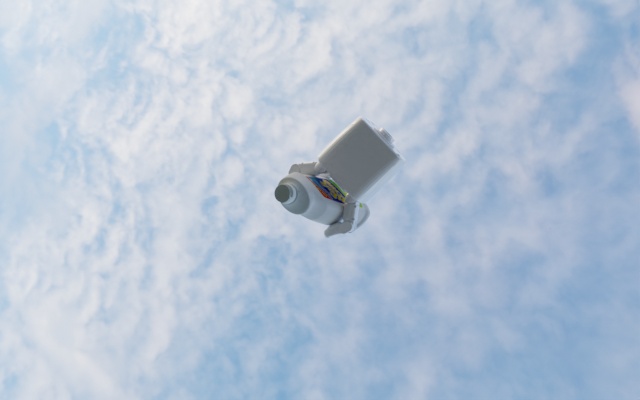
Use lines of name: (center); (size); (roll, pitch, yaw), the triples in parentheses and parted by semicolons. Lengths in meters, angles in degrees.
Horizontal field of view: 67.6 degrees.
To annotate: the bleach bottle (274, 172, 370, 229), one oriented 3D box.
bleach bottle: (0.000, 0.003, 0.838); (0.068, 0.102, 0.251); (-43, -19, 17)
